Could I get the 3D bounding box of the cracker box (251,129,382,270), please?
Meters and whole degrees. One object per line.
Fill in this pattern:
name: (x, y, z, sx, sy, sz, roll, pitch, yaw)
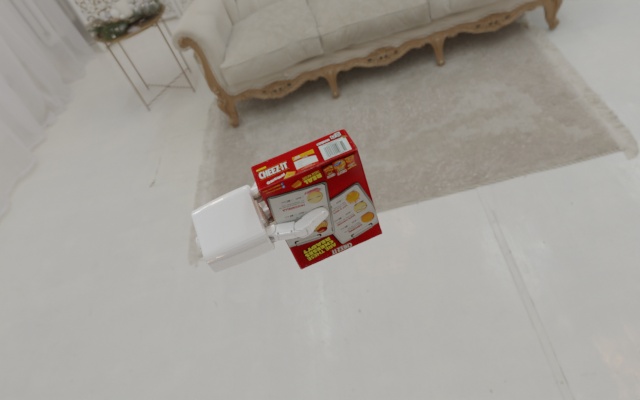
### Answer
cracker box: (0.000, 0.003, 0.805, 0.164, 0.072, 0.214, -23, -45, -1)
